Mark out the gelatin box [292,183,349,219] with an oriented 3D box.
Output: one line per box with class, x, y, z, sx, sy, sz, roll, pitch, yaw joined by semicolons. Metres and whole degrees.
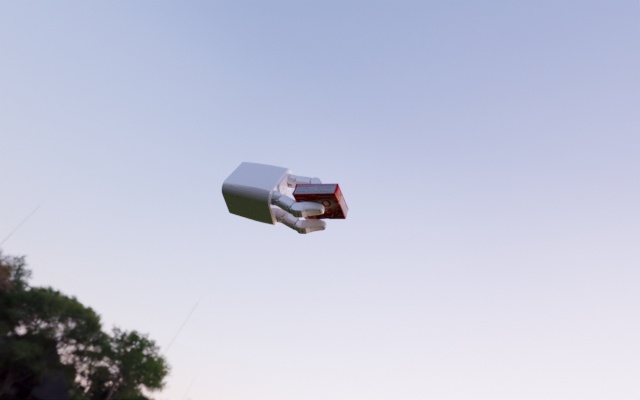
gelatin box;0.001;0.003;0.898;0.089;0.030;0.073;-1;-42;23
